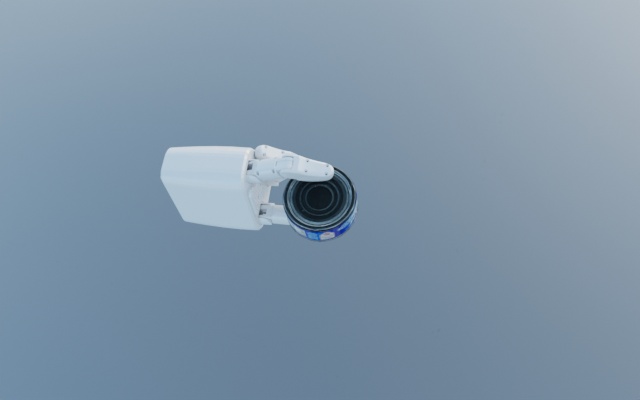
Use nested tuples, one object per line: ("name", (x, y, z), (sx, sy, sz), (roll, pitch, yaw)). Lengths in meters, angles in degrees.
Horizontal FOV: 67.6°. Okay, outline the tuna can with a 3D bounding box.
("tuna can", (0.000, 0.002, 0.549), (0.086, 0.086, 0.034), (0, -24, 6))
